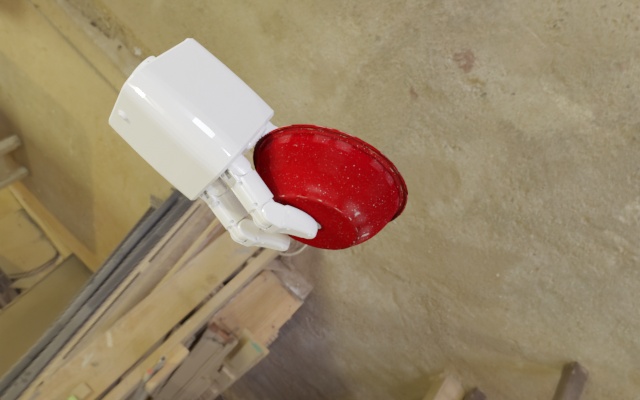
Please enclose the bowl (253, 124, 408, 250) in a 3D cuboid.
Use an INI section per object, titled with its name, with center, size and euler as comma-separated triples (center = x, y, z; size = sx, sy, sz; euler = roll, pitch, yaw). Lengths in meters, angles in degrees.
[bowl]
center = 0.001, 0.002, 0.467
size = 0.162, 0.055, 0.162
euler = 15, -32, 9
